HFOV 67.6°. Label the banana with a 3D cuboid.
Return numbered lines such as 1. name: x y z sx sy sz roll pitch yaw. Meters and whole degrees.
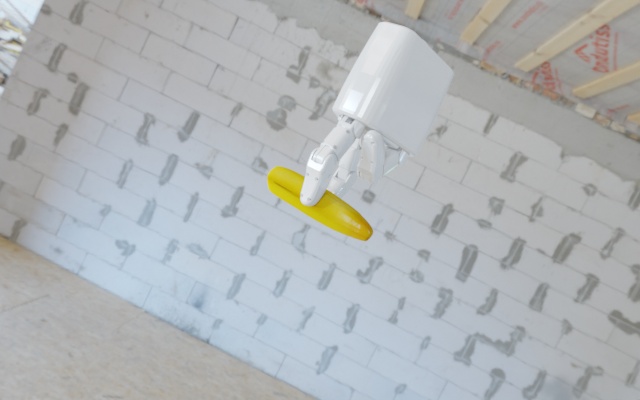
1. banana: -0.015 -0.006 0.551 0.070 0.037 0.197 26 2 -35
